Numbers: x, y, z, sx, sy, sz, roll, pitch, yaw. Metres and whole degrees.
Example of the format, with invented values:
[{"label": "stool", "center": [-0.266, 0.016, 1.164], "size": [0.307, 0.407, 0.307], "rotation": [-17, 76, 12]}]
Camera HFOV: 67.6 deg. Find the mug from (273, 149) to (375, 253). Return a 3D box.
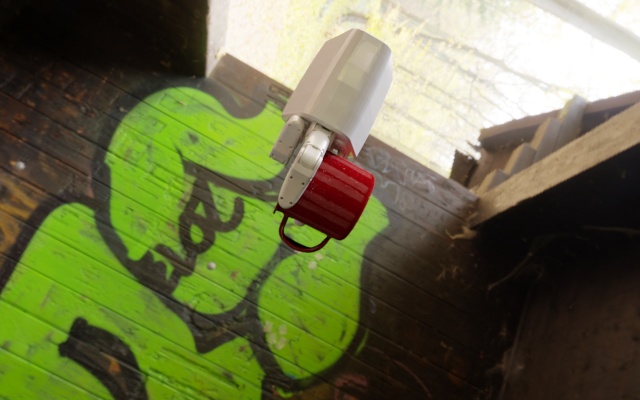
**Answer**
[{"label": "mug", "center": [0.000, 0.003, 0.513], "size": [0.081, 0.117, 0.093], "rotation": [27, -2, -4]}]
